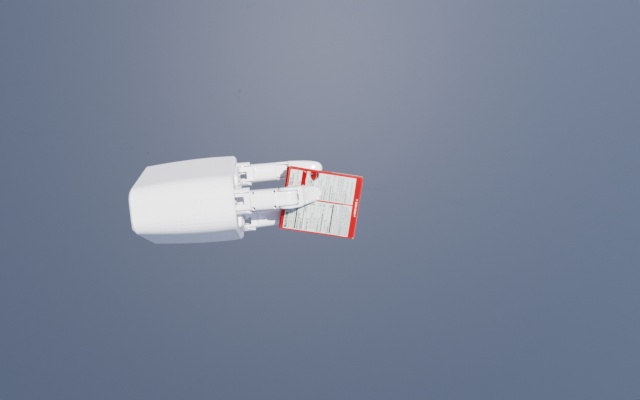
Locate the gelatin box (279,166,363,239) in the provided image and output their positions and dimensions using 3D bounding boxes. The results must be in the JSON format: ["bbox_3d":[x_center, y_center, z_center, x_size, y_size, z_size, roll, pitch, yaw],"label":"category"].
[{"bbox_3d":[0.000,0.002,0.556,0.089,0.073,0.030,8,3,-3],"label":"gelatin box"}]
